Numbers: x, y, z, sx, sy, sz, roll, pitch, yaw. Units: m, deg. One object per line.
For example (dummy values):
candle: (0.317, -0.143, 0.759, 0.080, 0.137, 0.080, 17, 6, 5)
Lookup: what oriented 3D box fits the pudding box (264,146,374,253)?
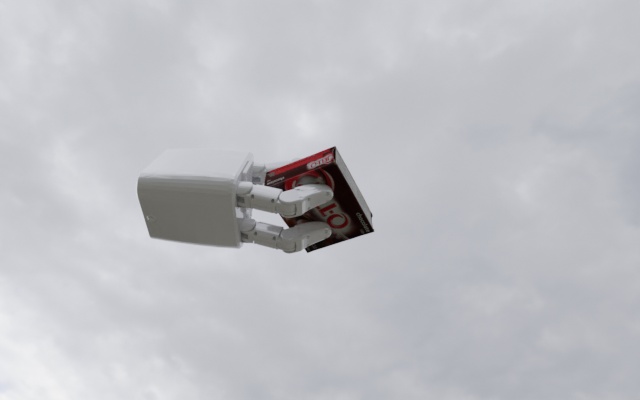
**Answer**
pudding box: (0.000, 0.002, 0.551, 0.090, 0.114, 0.039, -19, 39, 19)
